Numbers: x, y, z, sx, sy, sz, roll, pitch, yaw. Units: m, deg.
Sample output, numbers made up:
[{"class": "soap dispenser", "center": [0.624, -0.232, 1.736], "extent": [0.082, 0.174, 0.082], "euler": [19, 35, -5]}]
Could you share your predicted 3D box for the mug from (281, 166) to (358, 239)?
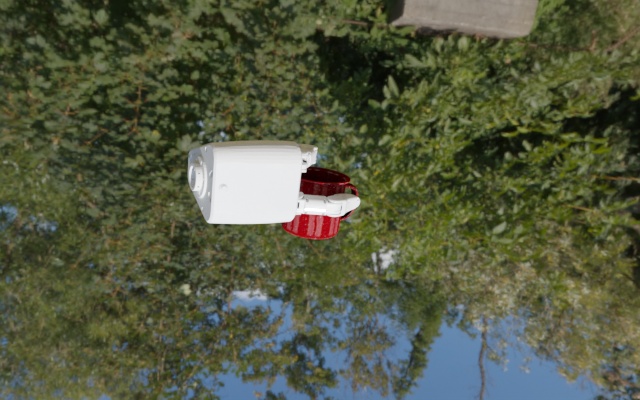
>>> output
[{"class": "mug", "center": [0.001, 0.002, 0.667], "extent": [0.117, 0.081, 0.093], "euler": [-2, 19, -31]}]
